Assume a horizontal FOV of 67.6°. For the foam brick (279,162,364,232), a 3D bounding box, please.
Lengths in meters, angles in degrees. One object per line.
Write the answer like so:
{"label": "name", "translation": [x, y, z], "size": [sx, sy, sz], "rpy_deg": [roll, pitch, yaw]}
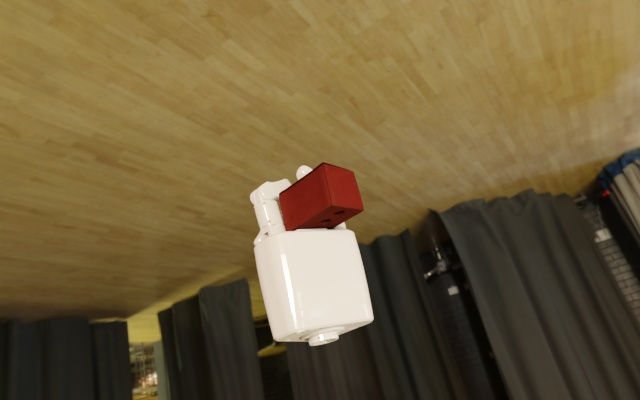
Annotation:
{"label": "foam brick", "translation": [0.000, 0.002, 0.533], "size": [0.053, 0.051, 0.078], "rpy_deg": [10, -33, -43]}
